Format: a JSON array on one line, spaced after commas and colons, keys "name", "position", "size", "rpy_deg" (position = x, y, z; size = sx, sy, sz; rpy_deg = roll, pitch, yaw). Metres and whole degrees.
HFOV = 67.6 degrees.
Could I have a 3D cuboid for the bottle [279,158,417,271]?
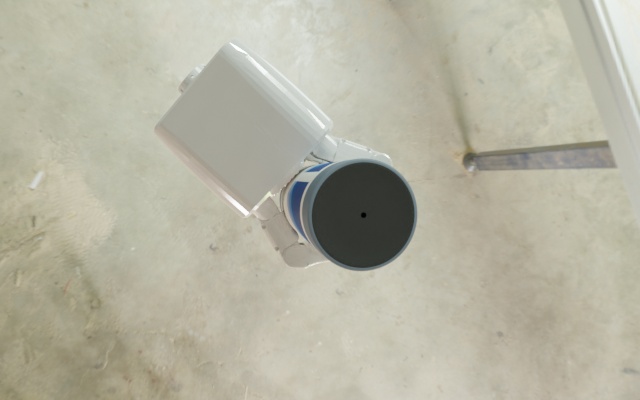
[{"name": "bottle", "position": [0.000, 0.001, 0.422], "size": [0.069, 0.069, 0.295], "rpy_deg": [0, 3, -10]}]
